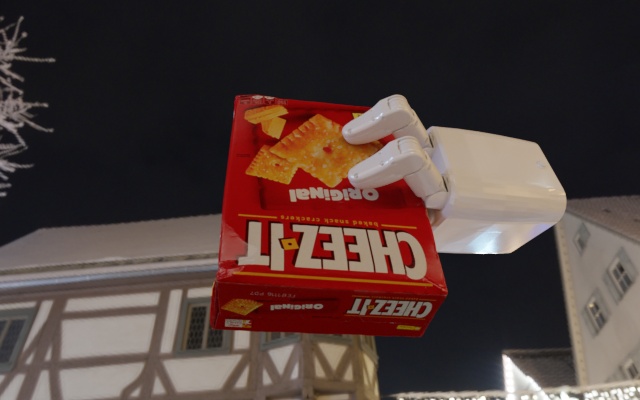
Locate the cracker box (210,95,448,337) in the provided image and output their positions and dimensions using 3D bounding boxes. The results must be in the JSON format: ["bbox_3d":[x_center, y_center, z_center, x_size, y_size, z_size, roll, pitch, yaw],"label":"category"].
[{"bbox_3d":[0.000,0.001,0.408,0.164,0.213,0.072,4,-44,-9],"label":"cracker box"}]
